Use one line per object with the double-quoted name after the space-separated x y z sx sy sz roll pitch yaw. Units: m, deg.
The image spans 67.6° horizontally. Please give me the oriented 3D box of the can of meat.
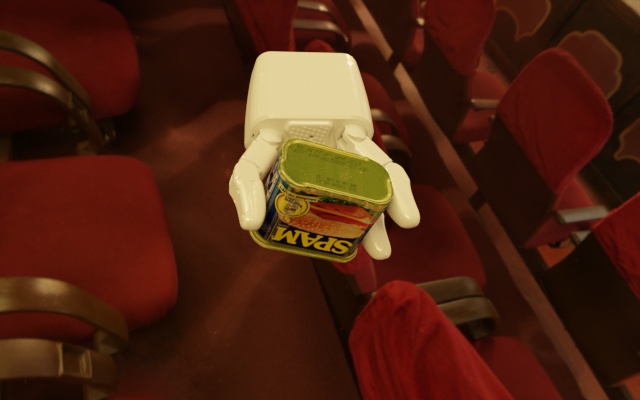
0.000 0.001 0.405 0.102 0.057 0.084 13 -43 -16 "can of meat"
